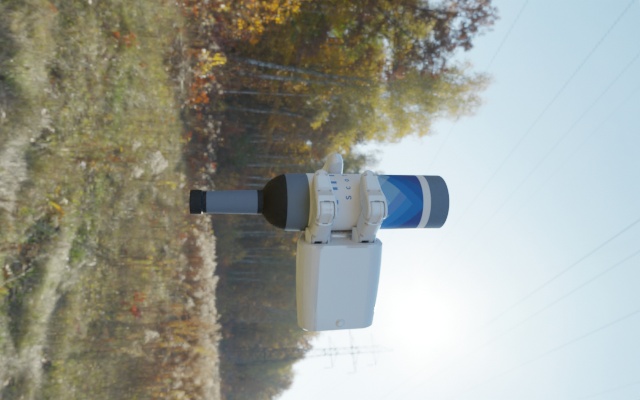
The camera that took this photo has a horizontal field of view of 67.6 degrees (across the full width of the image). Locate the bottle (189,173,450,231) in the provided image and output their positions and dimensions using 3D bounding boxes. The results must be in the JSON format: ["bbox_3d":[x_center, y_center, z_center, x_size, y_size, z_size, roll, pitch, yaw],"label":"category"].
[{"bbox_3d":[0.000,0.002,0.557,0.296,0.069,0.069,0,0,-12],"label":"bottle"}]
